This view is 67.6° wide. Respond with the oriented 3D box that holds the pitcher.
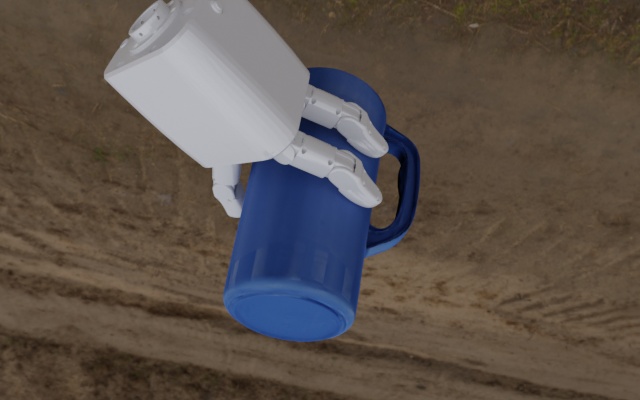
[{"bbox_3d":[0.000,0.001,0.451,0.149,0.242,0.145,-16,-44,30],"label":"pitcher"}]
